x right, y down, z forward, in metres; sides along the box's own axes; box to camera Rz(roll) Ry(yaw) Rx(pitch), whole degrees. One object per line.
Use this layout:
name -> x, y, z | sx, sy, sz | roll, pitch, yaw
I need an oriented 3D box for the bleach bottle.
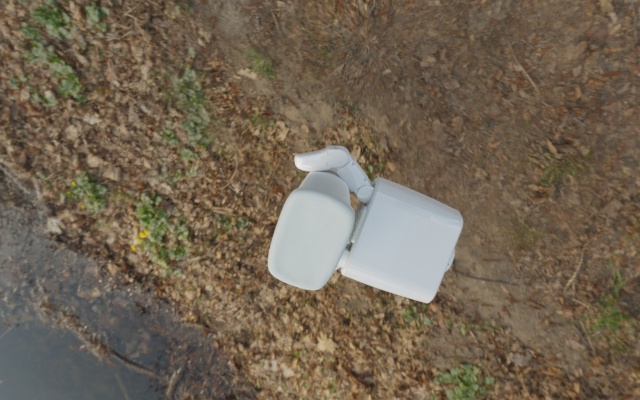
bleach bottle -> 0.000, 0.002, 0.556 | 0.068, 0.102, 0.250 | 21, 19, -2
